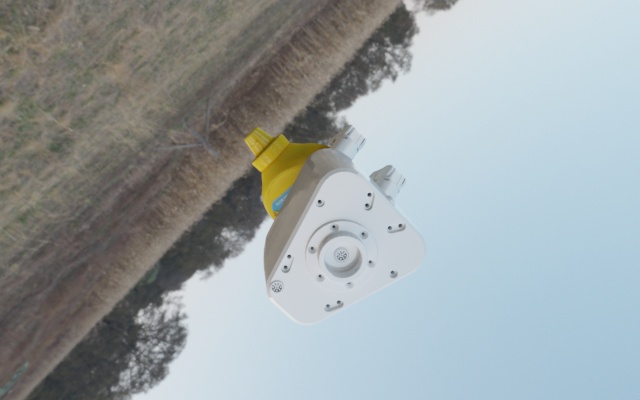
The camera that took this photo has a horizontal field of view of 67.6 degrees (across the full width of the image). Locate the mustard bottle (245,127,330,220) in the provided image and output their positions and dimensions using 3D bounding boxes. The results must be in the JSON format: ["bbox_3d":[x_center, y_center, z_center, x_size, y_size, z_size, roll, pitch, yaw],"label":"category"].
[{"bbox_3d":[0.000,0.002,0.474,0.096,0.191,0.058,-40,13,29],"label":"mustard bottle"}]
